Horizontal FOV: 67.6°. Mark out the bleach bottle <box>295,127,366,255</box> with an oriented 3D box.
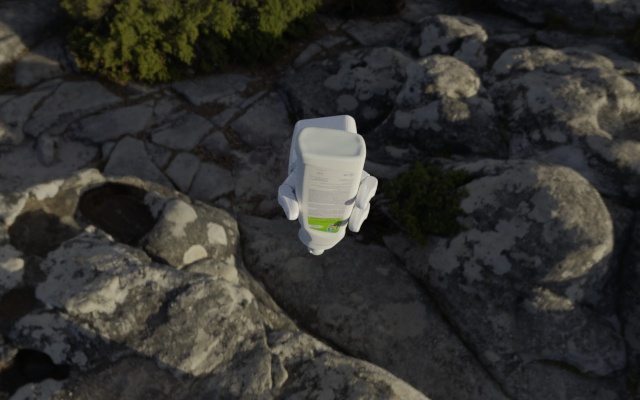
[{"bbox_3d":[0.000,0.002,0.750,0.102,0.068,0.251,6,-41,-5],"label":"bleach bottle"}]
